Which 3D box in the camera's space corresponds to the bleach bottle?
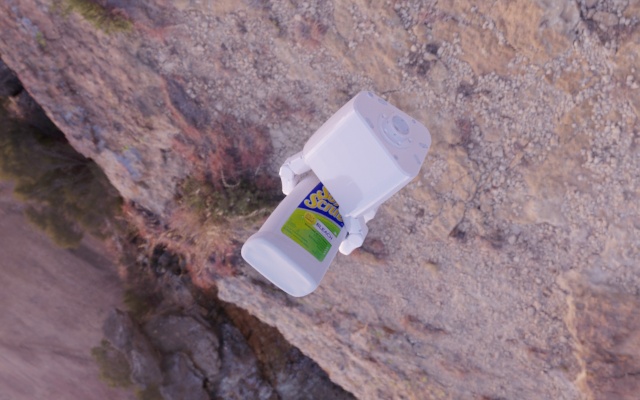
[{"bbox_3d":[0.000,0.002,0.641,0.102,0.250,0.068,41,-42,-11],"label":"bleach bottle"}]
